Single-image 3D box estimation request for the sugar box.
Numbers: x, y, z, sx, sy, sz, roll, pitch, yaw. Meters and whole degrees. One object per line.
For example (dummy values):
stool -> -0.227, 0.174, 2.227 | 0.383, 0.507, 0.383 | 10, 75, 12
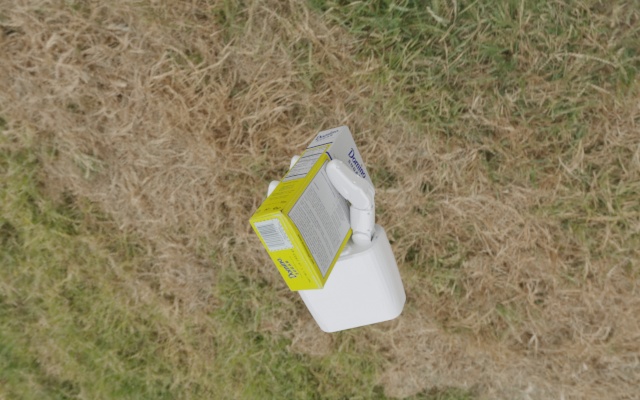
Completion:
sugar box -> 0.000, 0.002, 0.511 | 0.048, 0.093, 0.176 | -11, 28, 30
